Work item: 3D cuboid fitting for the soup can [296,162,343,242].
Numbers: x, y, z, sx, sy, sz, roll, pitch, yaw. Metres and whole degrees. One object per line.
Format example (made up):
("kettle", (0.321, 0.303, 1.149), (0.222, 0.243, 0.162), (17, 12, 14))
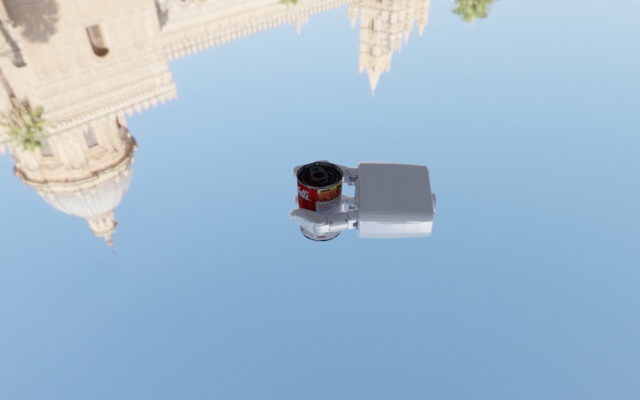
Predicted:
("soup can", (0.000, 0.003, 0.718), (0.068, 0.102, 0.068), (-1, 37, 1))
